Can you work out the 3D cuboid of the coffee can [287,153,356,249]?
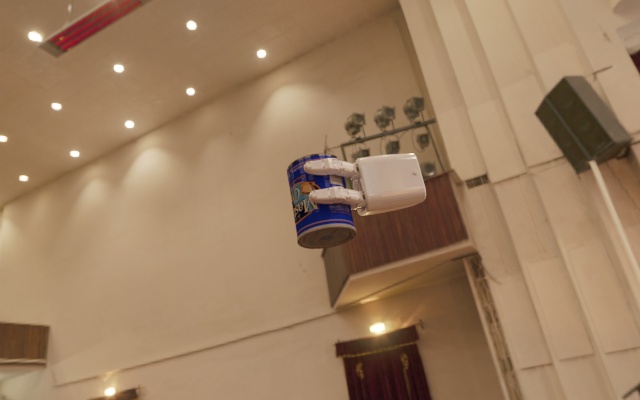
[{"bbox_3d":[0.000,0.003,0.845,0.103,0.140,0.103,-9,-24,-4],"label":"coffee can"}]
